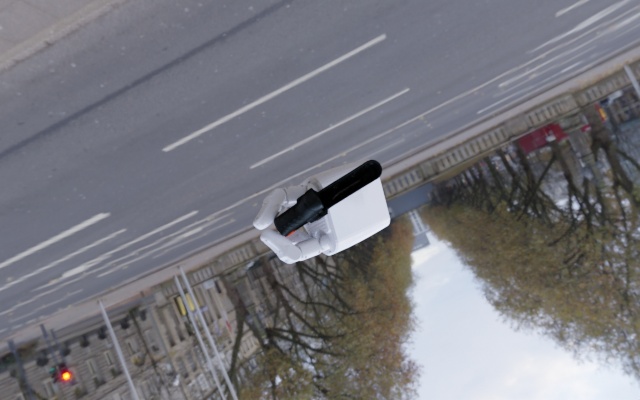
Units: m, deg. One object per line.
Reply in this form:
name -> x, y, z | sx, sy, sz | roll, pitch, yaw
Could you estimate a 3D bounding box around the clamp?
clamp -> 0.000, 0.003, 0.593 | 0.120, 0.039, 0.171 | -21, -6, -30
